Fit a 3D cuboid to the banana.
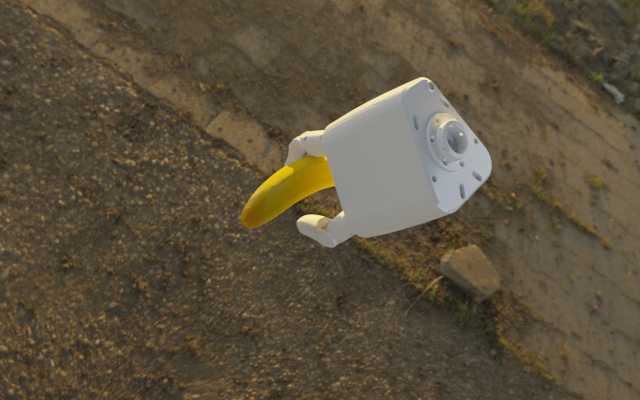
[{"bbox_3d":[0.002,-0.017,0.504,0.198,0.069,0.037,-8,9,-41],"label":"banana"}]
